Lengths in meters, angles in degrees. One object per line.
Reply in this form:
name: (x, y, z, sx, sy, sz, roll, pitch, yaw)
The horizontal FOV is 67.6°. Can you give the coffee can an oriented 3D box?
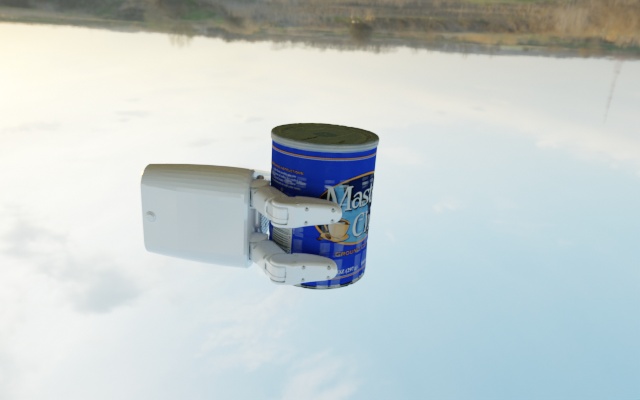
coffee can: (0.000, 0.001, 0.473, 0.103, 0.140, 0.102, 4, 19, -1)
